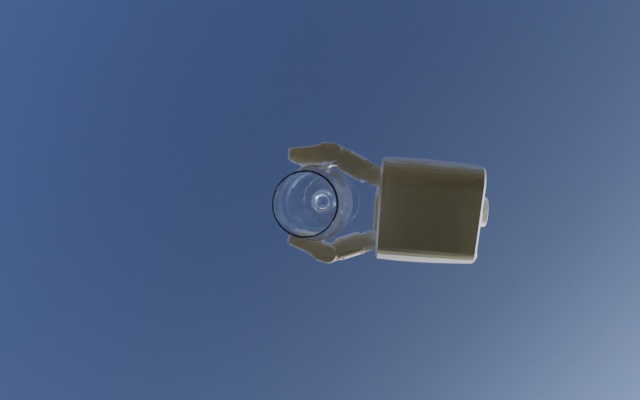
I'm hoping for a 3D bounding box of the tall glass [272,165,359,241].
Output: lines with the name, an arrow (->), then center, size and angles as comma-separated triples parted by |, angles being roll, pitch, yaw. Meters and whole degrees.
tall glass -> 0.000, 0.002, 0.528 | 0.079, 0.079, 0.201 | 0, 1, 9
